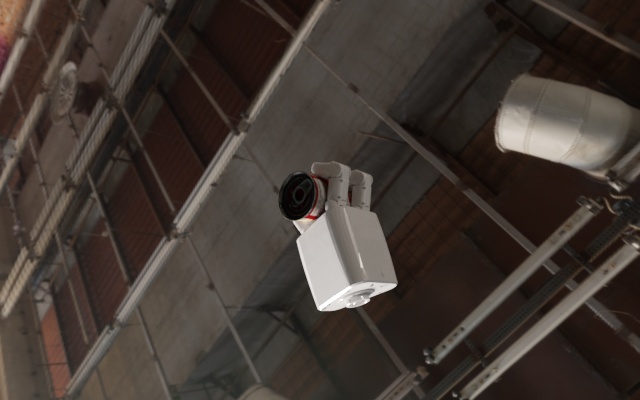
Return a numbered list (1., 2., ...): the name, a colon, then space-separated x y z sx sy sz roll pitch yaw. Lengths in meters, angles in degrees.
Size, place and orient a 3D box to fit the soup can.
1. soup can: 0.000 0.002 0.675 0.068 0.068 0.102 0 -9 41
